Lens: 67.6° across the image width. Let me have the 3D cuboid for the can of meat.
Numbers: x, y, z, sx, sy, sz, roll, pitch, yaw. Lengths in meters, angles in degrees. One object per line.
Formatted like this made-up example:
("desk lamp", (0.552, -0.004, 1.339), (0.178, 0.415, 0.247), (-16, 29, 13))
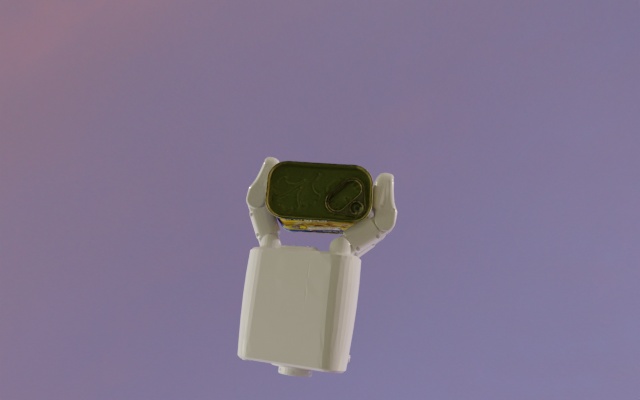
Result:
("can of meat", (0.000, 0.002, 0.493), (0.102, 0.057, 0.084), (3, -15, 3))
